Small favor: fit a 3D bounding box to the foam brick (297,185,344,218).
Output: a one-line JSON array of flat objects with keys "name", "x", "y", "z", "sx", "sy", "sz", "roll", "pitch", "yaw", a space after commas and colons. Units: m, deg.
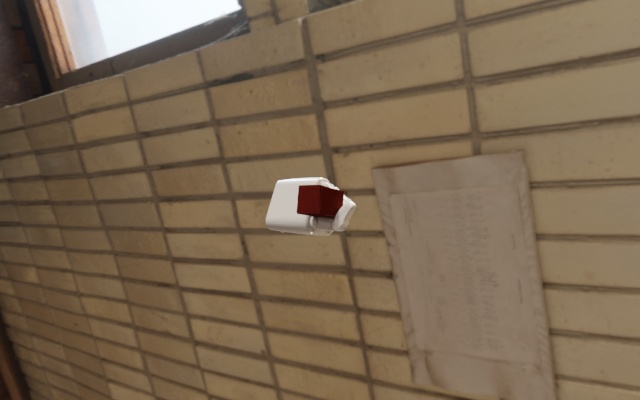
[{"name": "foam brick", "x": 0.000, "y": 0.003, "z": 0.862, "sx": 0.051, "sy": 0.053, "sz": 0.078, "roll": 1, "pitch": -7, "yaw": 34}]
